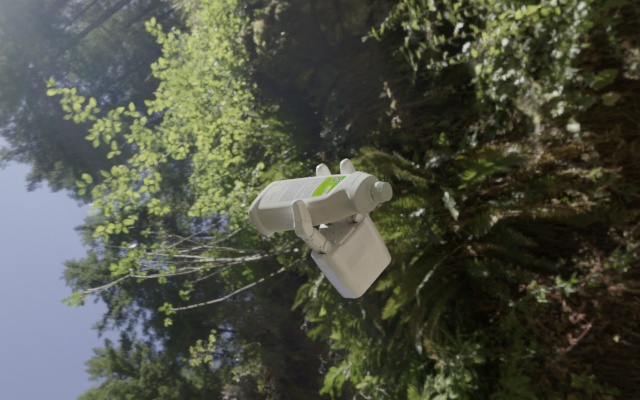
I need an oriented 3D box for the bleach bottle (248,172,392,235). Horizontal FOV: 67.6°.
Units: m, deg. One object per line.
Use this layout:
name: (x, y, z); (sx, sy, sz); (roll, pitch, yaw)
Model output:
bleach bottle: (0.000, 0.002, 0.775); (0.251, 0.068, 0.102); (-6, 38, 42)
